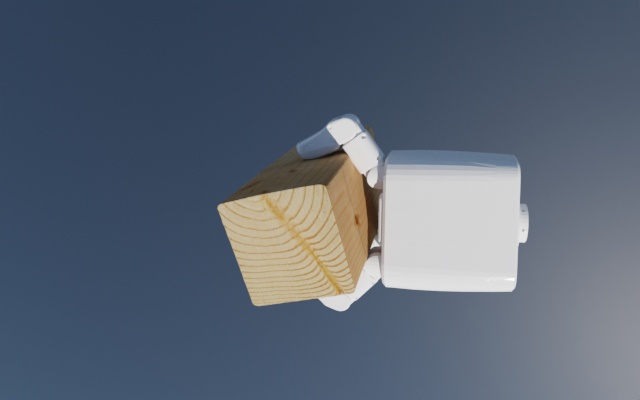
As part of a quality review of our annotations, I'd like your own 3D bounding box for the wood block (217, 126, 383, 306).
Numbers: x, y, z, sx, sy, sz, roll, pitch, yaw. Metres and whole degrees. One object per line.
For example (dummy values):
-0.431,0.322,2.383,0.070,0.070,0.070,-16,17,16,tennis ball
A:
0.000,0.001,0.449,0.090,0.091,0.206,-11,16,19,wood block
